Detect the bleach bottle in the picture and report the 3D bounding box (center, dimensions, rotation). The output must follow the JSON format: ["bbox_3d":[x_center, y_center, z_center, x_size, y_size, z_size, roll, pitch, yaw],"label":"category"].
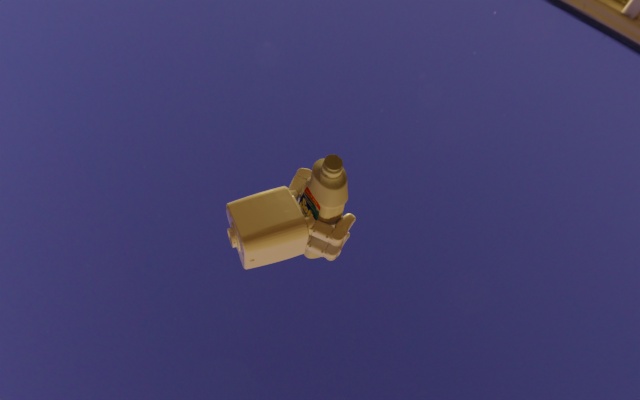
[{"bbox_3d":[0.000,0.003,0.802,0.068,0.102,0.251,-15,-28,-17],"label":"bleach bottle"}]
